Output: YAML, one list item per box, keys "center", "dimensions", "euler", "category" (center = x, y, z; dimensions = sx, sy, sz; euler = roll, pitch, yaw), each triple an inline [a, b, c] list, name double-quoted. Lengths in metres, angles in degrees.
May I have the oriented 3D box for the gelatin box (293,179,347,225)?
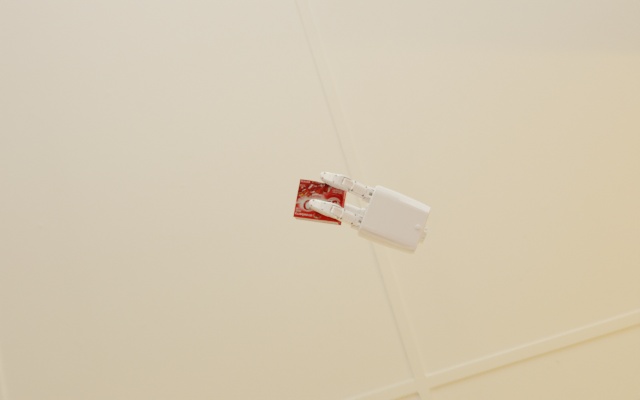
- center: [0.000, 0.003, 0.881]
  dimensions: [0.089, 0.073, 0.030]
  euler: [7, -12, 11]
  category: "gelatin box"
